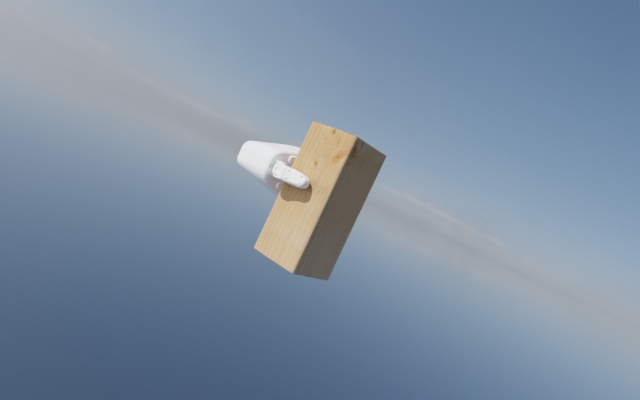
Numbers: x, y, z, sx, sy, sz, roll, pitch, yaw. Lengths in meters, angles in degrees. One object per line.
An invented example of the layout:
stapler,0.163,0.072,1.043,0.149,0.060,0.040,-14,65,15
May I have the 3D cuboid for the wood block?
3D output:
wood block,0.000,0.002,0.703,0.090,0.206,0.091,27,3,39
